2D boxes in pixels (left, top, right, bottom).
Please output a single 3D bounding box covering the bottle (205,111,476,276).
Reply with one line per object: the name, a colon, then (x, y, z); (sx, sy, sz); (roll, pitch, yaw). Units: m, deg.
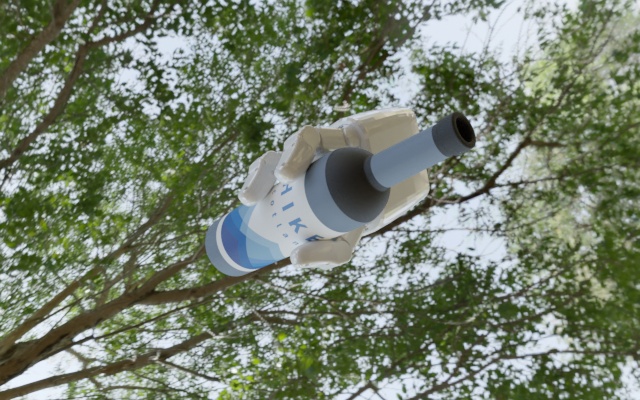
bottle: (0.000, 0.001, 0.417); (0.069, 0.069, 0.296); (0, -19, -43)
